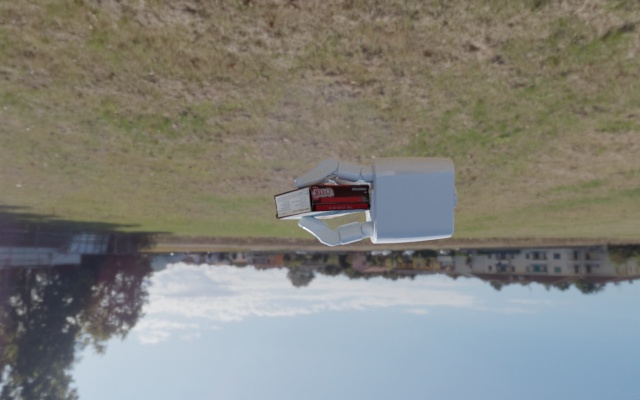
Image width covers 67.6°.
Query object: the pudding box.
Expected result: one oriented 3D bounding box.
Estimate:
[{"bbox_3d":[0.000,0.002,0.646,0.090,0.039,0.113,-1,-8,-29],"label":"pudding box"}]
